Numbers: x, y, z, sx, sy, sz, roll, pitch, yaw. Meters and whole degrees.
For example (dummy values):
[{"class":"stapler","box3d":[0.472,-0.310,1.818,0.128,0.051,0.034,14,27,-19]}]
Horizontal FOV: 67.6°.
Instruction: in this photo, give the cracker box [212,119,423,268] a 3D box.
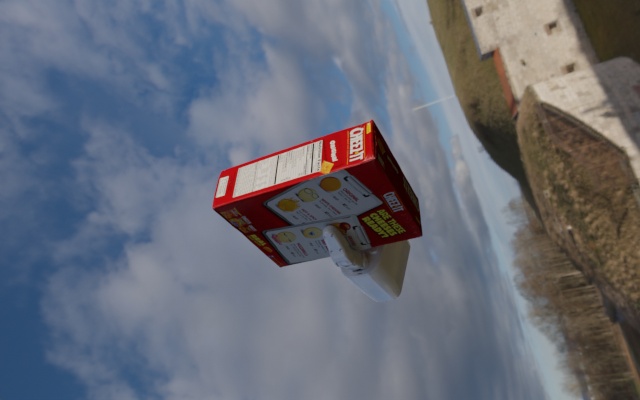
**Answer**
[{"class":"cracker box","box3d":[0.000,0.002,0.608,0.214,0.072,0.164,-16,-41,22]}]
